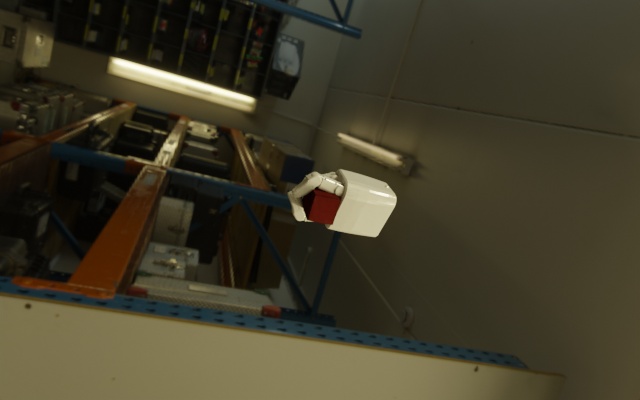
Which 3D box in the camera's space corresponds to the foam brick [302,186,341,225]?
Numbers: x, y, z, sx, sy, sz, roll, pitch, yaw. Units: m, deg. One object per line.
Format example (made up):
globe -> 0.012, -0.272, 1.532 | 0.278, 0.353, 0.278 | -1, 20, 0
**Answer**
foam brick -> 0.000, 0.003, 0.887 | 0.051, 0.053, 0.078 | 14, 20, -16
